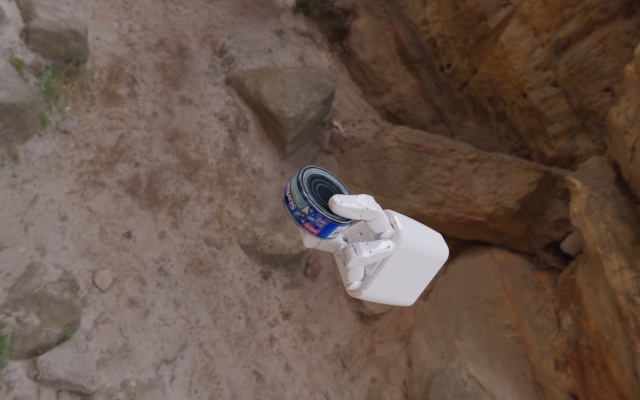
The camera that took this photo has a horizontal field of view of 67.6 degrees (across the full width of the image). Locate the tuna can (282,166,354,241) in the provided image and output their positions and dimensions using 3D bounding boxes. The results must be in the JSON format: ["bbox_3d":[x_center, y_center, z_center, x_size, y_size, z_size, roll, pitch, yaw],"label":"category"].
[{"bbox_3d":[0.000,0.001,0.552,0.086,0.086,0.034,0,-37,-49],"label":"tuna can"}]
